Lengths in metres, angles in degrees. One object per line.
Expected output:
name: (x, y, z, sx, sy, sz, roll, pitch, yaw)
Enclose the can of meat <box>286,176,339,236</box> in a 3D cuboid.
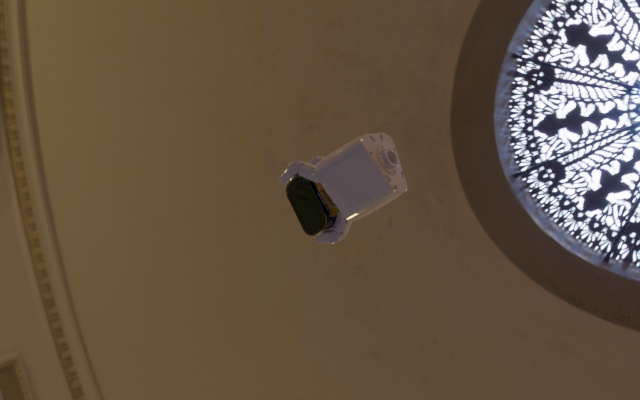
can of meat: (0.000, 0.003, 0.840, 0.057, 0.102, 0.084, -35, -13, 38)
